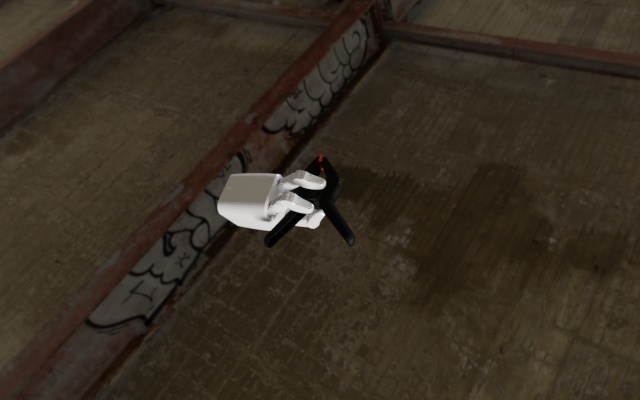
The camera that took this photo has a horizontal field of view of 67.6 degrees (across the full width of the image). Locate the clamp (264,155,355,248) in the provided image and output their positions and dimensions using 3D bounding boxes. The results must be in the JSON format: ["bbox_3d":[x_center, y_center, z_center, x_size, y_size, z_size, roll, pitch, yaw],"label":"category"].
[{"bbox_3d":[0.000,0.003,0.879,0.164,0.209,0.036,4,-36,20],"label":"clamp"}]
